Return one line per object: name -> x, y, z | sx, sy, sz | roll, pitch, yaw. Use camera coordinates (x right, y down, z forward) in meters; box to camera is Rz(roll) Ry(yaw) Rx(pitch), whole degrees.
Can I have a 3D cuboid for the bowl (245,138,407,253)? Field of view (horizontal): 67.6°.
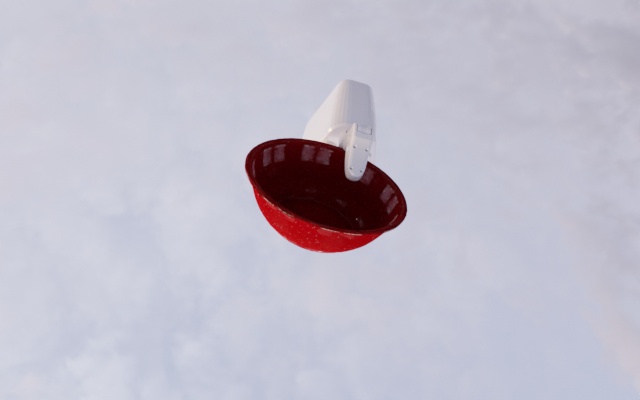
bowl -> 0.000, 0.002, 0.468 | 0.162, 0.055, 0.162 | 15, 31, -9
